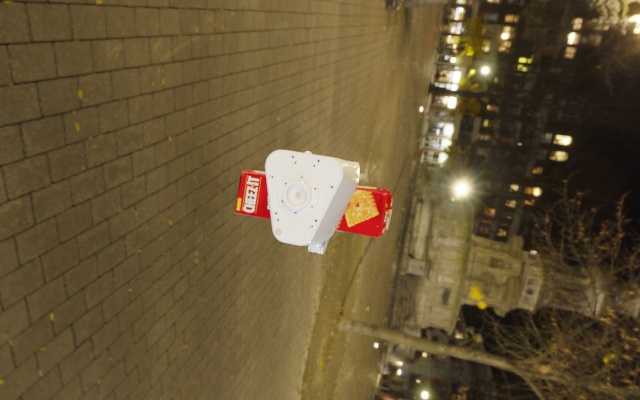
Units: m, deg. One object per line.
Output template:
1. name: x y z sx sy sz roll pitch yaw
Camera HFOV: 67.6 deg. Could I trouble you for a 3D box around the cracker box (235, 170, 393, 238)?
1. cracker box: 0.000 0.003 0.740 0.213 0.072 0.164 10 2 12
